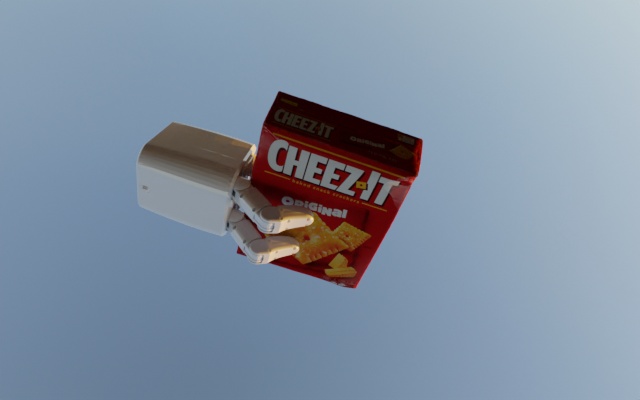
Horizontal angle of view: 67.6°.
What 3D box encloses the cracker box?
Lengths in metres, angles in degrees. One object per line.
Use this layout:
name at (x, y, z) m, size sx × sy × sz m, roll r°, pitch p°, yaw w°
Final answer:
cracker box at (0.000, 0.002, 0.555) m, size 0.164 × 0.072 × 0.214 m, roll 18°, pitch -45°, yaw -2°
